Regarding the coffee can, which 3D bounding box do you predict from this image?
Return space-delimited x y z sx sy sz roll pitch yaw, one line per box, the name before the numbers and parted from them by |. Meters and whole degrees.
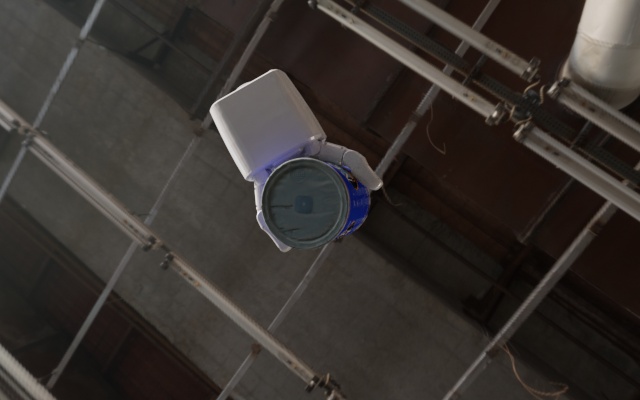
coffee can | 0.000 0.002 0.595 0.103 0.103 0.140 0 2 16
